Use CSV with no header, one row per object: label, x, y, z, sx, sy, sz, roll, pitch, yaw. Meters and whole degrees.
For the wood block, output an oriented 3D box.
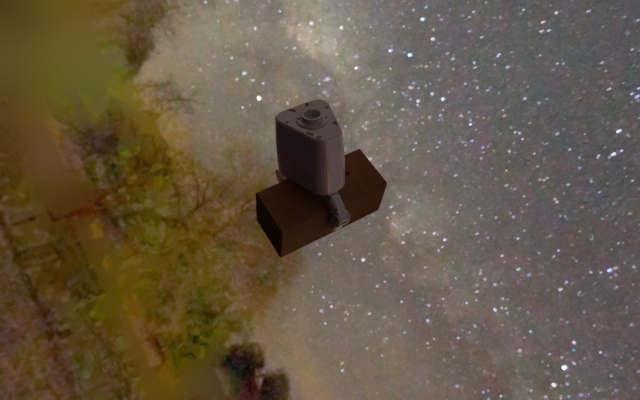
wood block,0.000,0.003,0.829,0.206,0.090,0.090,-24,-28,-21
